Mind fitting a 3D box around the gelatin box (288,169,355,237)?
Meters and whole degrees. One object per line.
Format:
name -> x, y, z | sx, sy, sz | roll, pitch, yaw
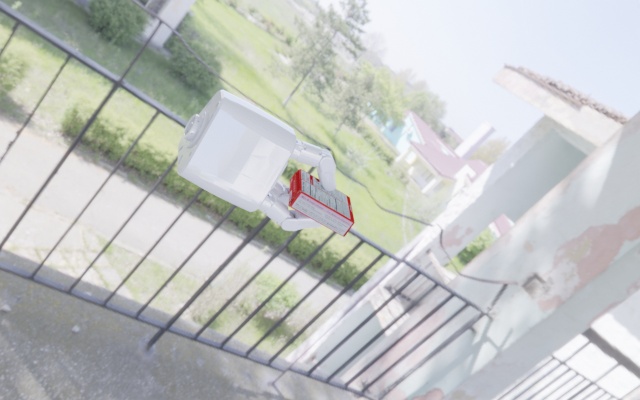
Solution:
gelatin box -> 0.001, 0.002, 0.643 | 0.089, 0.030, 0.073 | 29, 22, -16
